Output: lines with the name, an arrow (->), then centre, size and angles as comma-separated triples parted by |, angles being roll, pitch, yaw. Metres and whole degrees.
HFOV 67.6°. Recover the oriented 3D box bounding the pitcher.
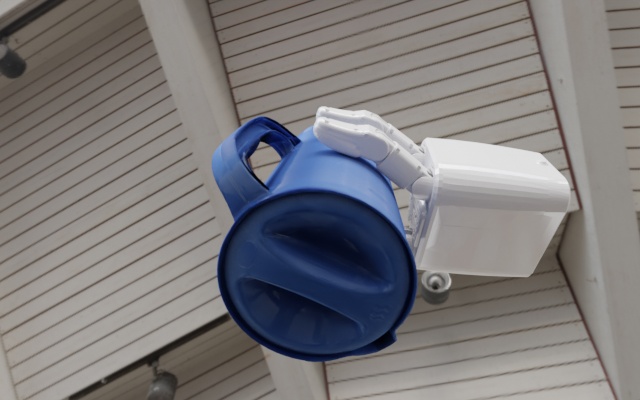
pitcher -> 0.000, 0.001, 0.415 | 0.145, 0.149, 0.242 | 6, 24, 2
